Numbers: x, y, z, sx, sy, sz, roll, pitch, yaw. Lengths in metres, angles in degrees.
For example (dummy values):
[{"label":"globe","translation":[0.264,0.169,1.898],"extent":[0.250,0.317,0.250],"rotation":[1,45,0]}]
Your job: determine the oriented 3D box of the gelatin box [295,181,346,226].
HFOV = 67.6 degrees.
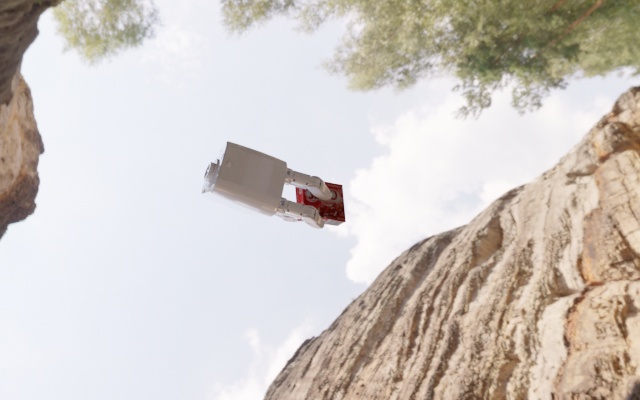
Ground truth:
[{"label":"gelatin box","translation":[0.000,0.003,0.844],"extent":[0.089,0.073,0.030],"rotation":[10,-25,-32]}]
